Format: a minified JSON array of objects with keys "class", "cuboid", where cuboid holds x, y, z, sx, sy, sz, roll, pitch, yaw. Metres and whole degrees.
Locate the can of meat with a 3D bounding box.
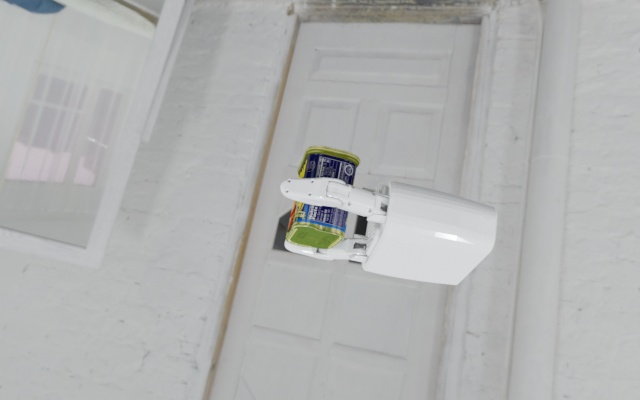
[{"class":"can of meat","cuboid":[0.000,0.002,0.503,0.057,0.084,0.102,13,-17,-7]}]
